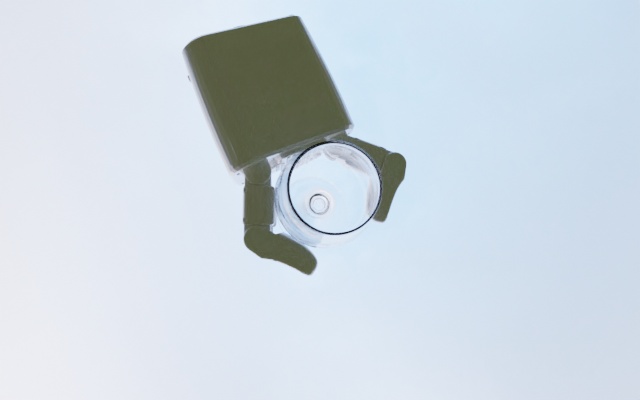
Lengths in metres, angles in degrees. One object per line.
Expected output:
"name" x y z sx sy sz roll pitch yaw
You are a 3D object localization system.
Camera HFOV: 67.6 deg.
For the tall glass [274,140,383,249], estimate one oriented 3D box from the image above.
"tall glass" 0.000 0.001 0.403 0.079 0.079 0.201 0 -5 -6
